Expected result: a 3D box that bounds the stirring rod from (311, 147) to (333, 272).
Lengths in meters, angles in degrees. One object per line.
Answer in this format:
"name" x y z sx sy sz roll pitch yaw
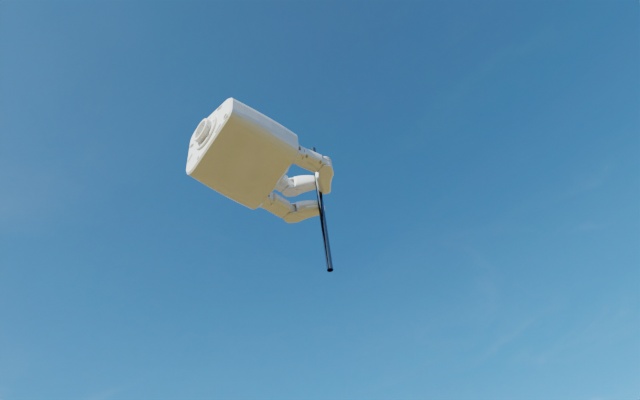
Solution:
"stirring rod" 0.000 0.002 0.677 0.011 0.011 0.239 -4 45 -4
